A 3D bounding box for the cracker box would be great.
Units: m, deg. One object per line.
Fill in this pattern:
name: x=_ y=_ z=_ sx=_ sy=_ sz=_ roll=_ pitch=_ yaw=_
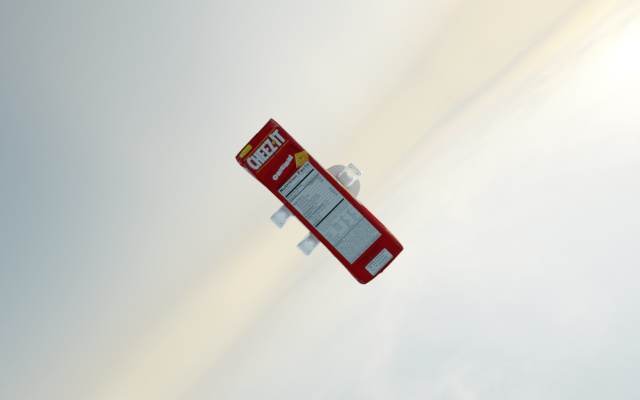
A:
cracker box: x=0.000 y=0.002 z=0.615 sx=0.213 sy=0.072 sz=0.164 roll=44 pitch=2 yaw=0
